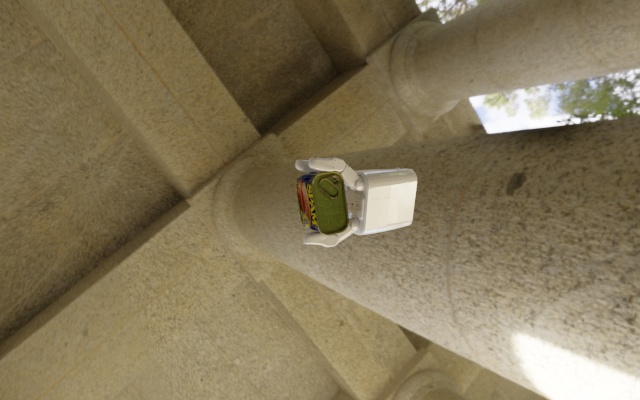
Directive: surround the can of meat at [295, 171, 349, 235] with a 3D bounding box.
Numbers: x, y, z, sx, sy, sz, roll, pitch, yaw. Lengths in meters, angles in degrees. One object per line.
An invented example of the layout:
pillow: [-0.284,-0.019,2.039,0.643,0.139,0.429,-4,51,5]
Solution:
can of meat: [0.000,0.003,0.806,0.057,0.102,0.084,-11,7,-24]
